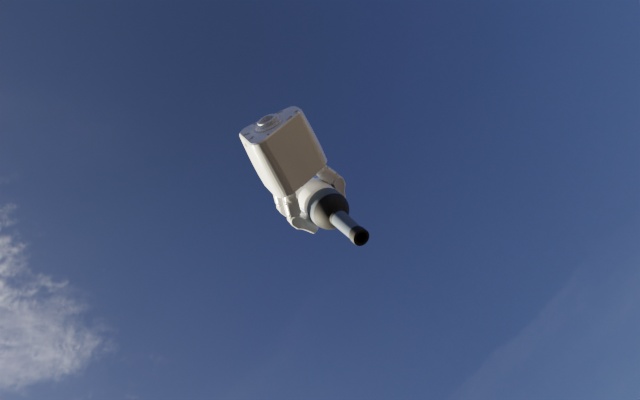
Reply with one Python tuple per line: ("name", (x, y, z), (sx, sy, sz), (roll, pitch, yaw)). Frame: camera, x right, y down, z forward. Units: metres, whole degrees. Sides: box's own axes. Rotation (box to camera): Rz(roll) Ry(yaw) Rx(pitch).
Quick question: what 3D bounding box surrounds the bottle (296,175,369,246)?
("bottle", (0.000, 0.003, 0.830), (0.069, 0.069, 0.295), (0, 21, -26))
